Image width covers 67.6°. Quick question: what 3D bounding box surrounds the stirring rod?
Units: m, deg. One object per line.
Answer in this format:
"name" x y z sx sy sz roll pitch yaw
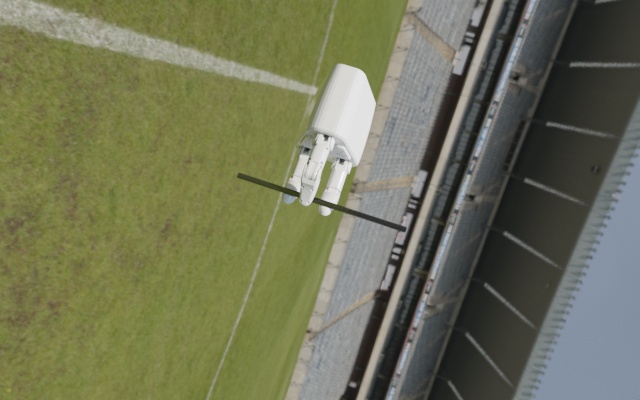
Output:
"stirring rod" 0.000 0.002 0.648 0.239 0.011 0.011 18 2 6
